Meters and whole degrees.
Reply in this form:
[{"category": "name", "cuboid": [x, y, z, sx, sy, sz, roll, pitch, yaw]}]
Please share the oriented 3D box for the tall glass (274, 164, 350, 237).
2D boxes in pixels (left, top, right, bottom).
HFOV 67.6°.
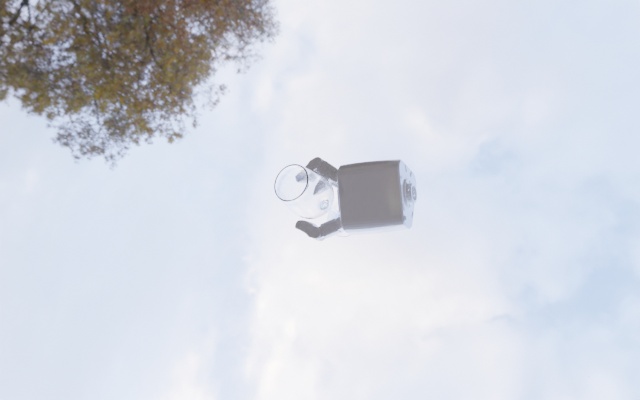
[{"category": "tall glass", "cuboid": [0.000, 0.003, 0.819, 0.079, 0.079, 0.201, 0, -18, 29]}]
